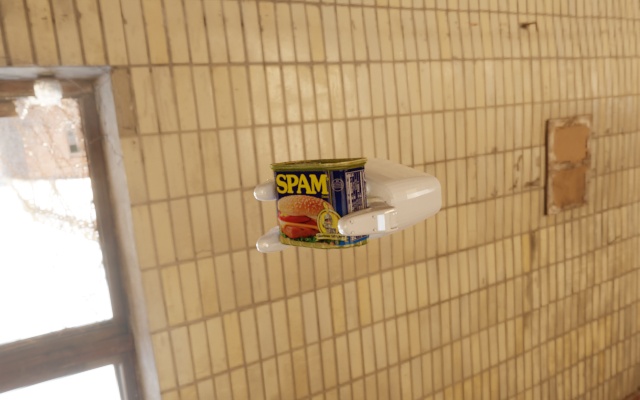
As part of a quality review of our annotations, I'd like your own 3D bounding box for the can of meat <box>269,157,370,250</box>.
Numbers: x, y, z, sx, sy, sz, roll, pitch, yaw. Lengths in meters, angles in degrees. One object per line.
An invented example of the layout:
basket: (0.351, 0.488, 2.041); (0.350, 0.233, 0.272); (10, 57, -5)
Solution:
can of meat: (0.000, 0.002, 0.483); (0.102, 0.084, 0.057); (2, 11, 41)
